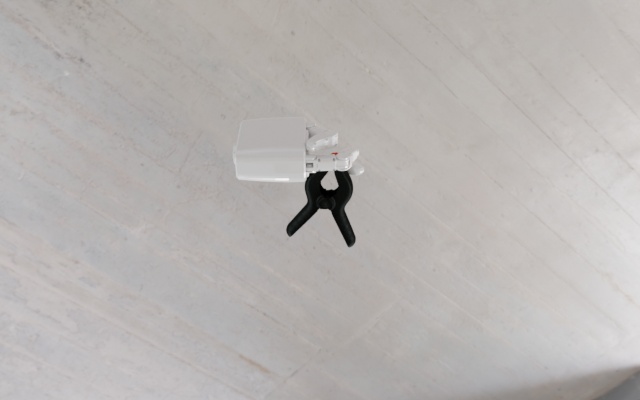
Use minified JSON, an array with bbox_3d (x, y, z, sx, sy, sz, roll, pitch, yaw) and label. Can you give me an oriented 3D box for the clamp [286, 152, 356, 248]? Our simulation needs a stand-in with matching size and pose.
[{"bbox_3d":[0.000,0.003,0.791,0.120,0.171,0.039,0,27,0],"label":"clamp"}]
